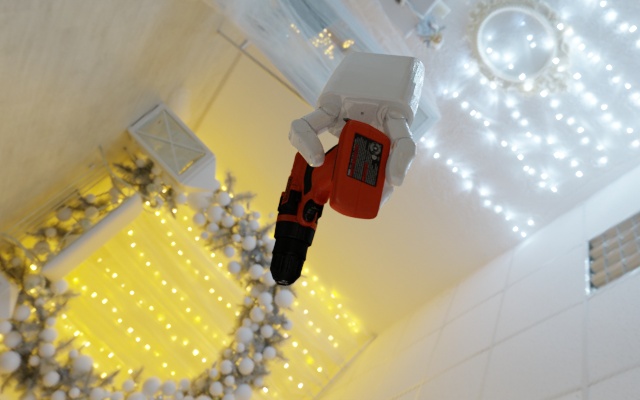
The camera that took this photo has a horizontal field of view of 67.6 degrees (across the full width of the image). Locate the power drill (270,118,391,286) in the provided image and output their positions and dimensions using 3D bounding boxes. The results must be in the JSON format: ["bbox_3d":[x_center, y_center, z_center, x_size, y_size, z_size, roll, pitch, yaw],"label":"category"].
[{"bbox_3d":[0.000,0.001,0.549,0.057,0.184,0.188,19,-21,-22],"label":"power drill"}]
